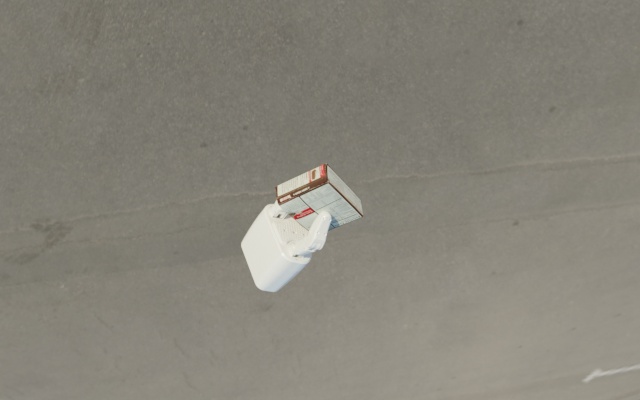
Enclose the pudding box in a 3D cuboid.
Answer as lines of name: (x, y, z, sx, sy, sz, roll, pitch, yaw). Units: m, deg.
pudding box: (0.000, 0.003, 0.715, 0.090, 0.039, 0.113, -24, -38, 20)
